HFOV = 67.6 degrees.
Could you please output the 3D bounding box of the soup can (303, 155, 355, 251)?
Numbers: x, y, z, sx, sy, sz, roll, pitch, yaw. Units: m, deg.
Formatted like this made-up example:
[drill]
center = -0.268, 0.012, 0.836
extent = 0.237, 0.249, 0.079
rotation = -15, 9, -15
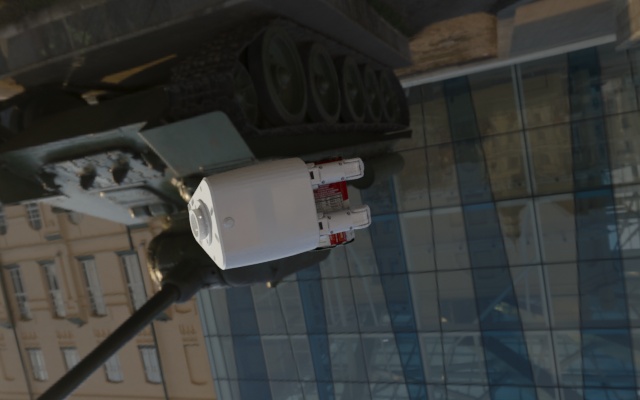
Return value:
[soup can]
center = 0.001, 0.002, 0.560
extent = 0.068, 0.102, 0.068
rotation = -10, 5, 1
